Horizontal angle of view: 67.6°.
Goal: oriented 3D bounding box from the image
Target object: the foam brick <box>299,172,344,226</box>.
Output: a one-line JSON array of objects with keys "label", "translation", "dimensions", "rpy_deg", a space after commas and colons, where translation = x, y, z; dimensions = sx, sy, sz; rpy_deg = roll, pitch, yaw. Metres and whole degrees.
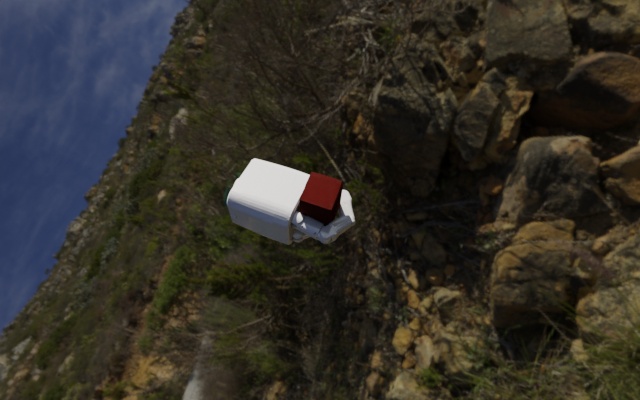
[{"label": "foam brick", "translation": [0.000, 0.002, 0.721], "dimensions": [0.051, 0.053, 0.078], "rpy_deg": [20, -26, 7]}]
